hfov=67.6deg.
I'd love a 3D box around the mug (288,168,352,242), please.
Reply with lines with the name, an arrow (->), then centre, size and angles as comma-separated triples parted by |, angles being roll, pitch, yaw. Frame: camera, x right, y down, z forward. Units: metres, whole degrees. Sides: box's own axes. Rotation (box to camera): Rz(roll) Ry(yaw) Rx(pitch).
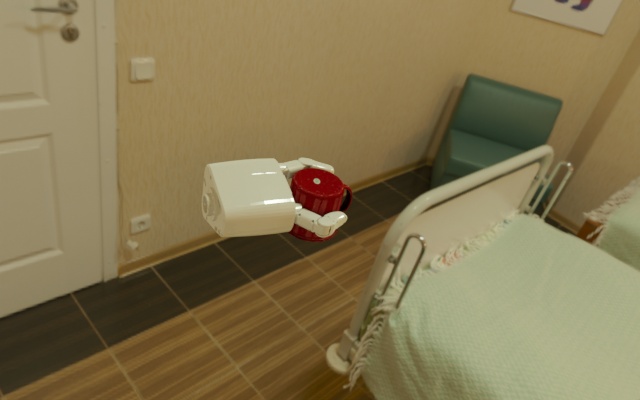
mug -> 0.001, 0.002, 0.742 | 0.117, 0.081, 0.093 | -7, 38, -29
